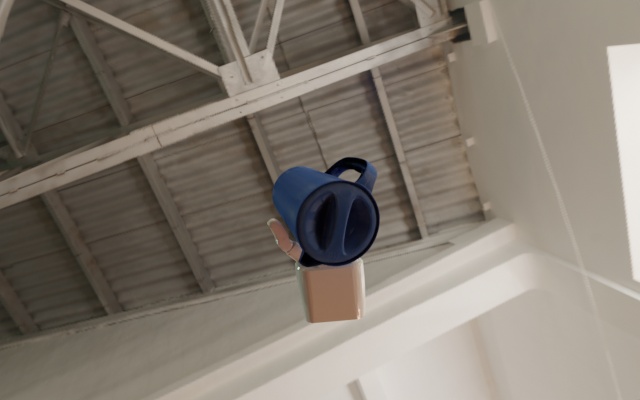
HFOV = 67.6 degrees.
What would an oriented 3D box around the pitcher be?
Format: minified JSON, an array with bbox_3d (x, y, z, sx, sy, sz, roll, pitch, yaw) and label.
[{"bbox_3d":[0.000,0.003,0.814,0.149,0.145,0.242,-12,16,-15],"label":"pitcher"}]
